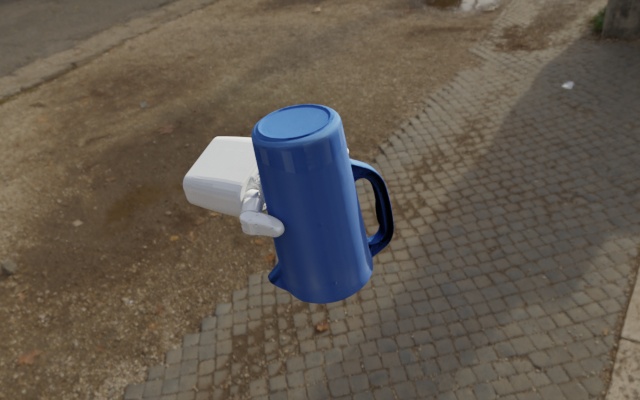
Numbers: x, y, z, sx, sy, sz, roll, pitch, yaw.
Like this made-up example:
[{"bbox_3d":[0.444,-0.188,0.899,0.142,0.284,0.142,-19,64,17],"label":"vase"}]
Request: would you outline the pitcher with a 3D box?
[{"bbox_3d":[0.000,0.002,0.622,0.145,0.243,0.149,10,40,28],"label":"pitcher"}]
